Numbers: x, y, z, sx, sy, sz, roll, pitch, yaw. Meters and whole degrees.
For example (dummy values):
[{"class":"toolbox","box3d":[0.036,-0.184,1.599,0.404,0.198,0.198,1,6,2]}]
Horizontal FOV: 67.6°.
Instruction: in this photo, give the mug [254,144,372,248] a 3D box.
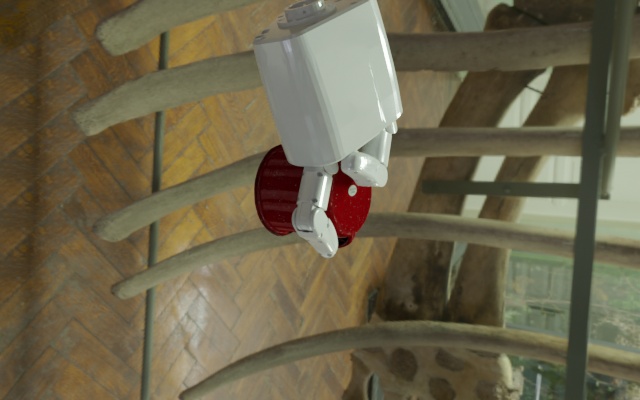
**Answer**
[{"class":"mug","box3d":[0.001,0.003,0.468,0.081,0.117,0.093,4,38,33]}]
